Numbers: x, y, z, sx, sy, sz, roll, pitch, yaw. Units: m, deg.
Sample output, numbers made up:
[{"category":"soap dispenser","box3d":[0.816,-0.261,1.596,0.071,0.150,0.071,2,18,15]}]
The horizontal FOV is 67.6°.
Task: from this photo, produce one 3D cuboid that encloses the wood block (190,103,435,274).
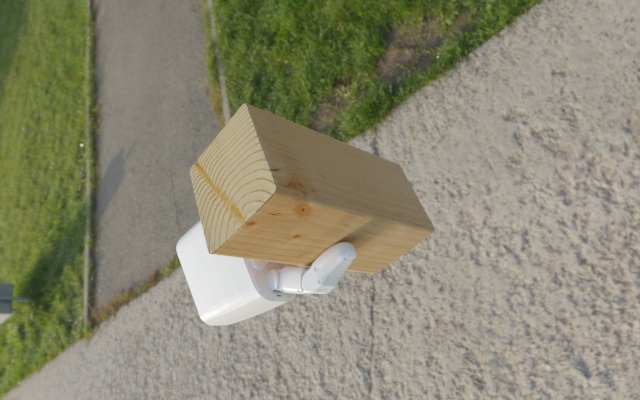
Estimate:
[{"category":"wood block","box3d":[0.000,0.002,0.440,0.206,0.090,0.090,14,-46,-44]}]
